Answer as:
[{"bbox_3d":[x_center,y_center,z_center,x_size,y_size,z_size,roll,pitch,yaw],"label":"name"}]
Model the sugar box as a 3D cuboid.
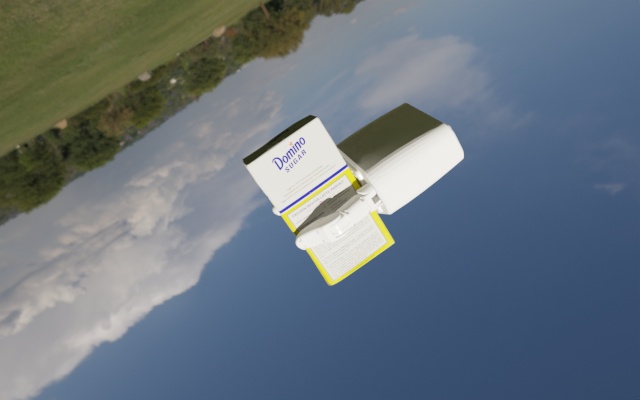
[{"bbox_3d":[0.000,0.002,0.539,0.093,0.176,0.048,-34,19,-5],"label":"sugar box"}]
